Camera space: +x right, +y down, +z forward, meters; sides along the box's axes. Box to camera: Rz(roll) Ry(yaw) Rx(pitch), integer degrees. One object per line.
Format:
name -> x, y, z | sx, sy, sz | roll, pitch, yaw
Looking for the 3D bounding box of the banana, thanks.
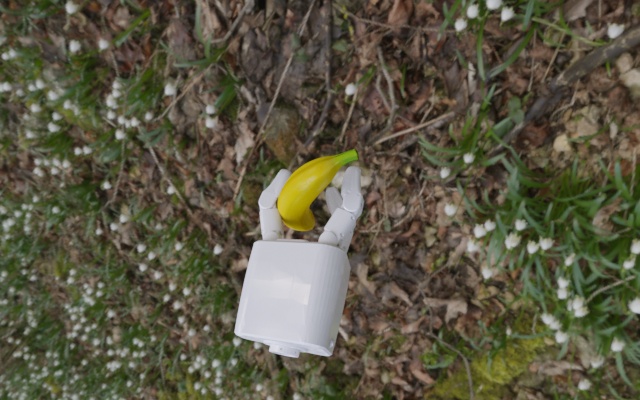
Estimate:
banana -> -0.017, 0.000, 0.559 | 0.069, 0.037, 0.198 | 0, -23, -17
